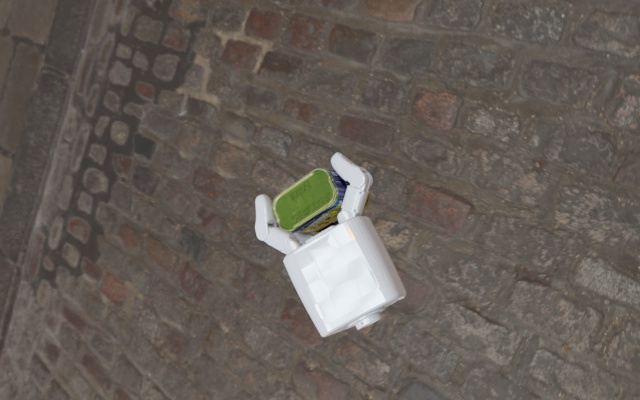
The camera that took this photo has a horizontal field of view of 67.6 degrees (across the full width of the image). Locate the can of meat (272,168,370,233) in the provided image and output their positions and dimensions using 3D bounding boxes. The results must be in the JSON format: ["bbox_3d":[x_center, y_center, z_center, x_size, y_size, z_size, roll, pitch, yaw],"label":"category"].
[{"bbox_3d":[0.000,0.002,0.621,0.102,0.057,0.084,-34,-20,27],"label":"can of meat"}]
